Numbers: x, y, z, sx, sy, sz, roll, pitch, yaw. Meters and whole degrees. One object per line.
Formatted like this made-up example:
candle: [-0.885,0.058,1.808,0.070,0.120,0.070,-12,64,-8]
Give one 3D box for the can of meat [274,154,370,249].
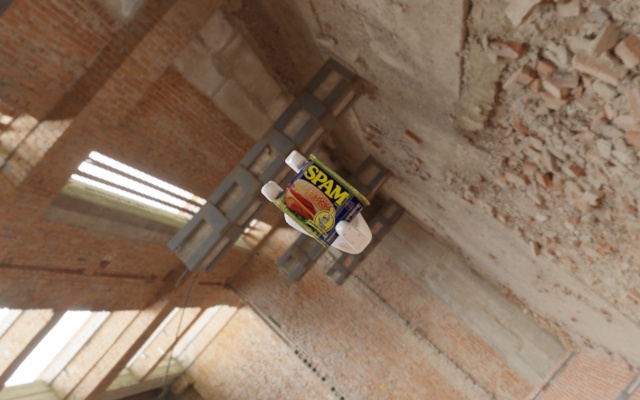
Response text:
can of meat: [0.000,0.002,0.645,0.102,0.084,0.057,41,0,21]
